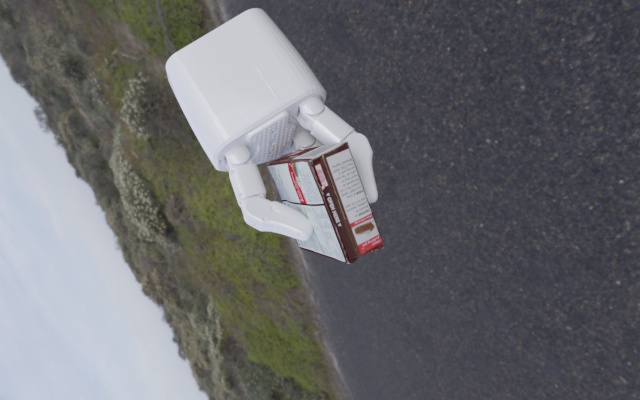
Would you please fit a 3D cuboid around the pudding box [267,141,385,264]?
[{"bbox_3d":[0.000,0.001,0.410,0.039,0.090,0.113,-25,11,-19],"label":"pudding box"}]
